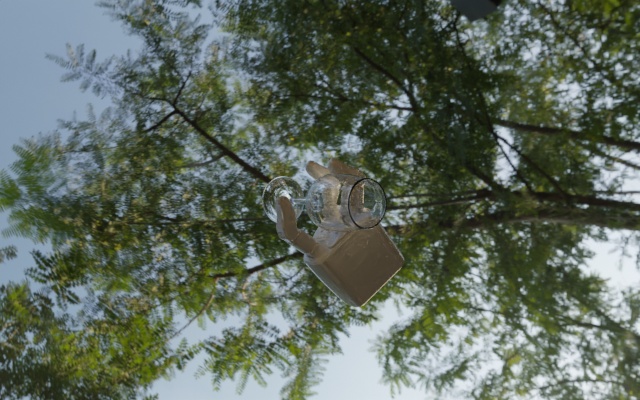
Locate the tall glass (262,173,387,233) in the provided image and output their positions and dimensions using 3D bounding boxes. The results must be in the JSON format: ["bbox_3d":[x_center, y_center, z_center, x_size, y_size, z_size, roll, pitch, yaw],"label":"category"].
[{"bbox_3d":[0.000,0.002,0.652,0.079,0.079,0.201,0,1,-35],"label":"tall glass"}]
